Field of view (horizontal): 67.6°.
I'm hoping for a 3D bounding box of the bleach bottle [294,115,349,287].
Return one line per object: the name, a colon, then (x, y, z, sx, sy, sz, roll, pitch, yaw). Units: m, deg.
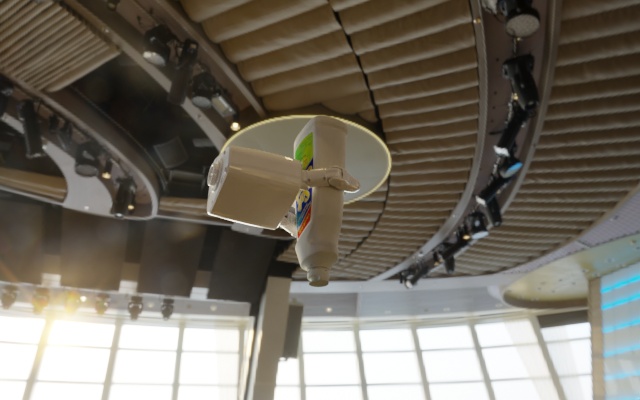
bleach bottle: (0.000, 0.002, 0.716, 0.068, 0.250, 0.103, 14, -32, -25)
